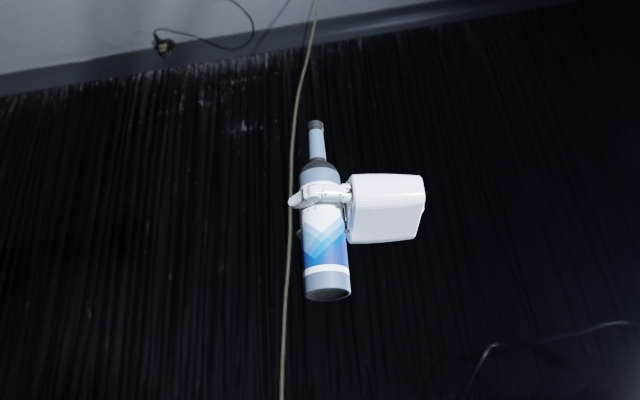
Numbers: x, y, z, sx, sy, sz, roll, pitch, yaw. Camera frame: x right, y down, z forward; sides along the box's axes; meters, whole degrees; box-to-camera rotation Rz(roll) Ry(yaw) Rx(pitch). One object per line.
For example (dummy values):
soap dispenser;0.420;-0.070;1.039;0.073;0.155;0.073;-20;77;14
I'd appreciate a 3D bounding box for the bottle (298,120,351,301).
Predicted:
bottle;0.000;0.003;0.740;0.069;0.295;0.069;-3;-27;-2
